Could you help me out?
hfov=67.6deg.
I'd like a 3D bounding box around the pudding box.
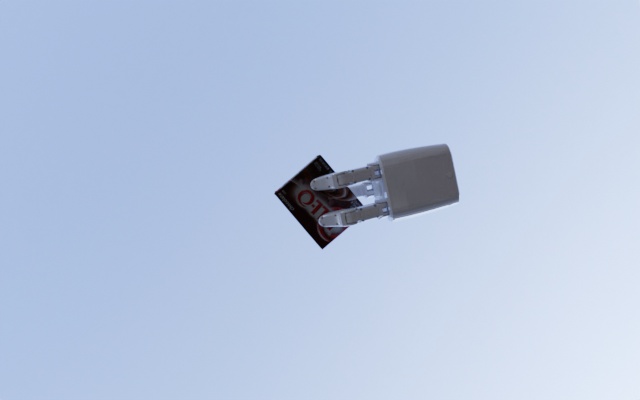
[{"bbox_3d":[0.000,0.002,0.715,0.090,0.113,0.039,-41,4,-2],"label":"pudding box"}]
